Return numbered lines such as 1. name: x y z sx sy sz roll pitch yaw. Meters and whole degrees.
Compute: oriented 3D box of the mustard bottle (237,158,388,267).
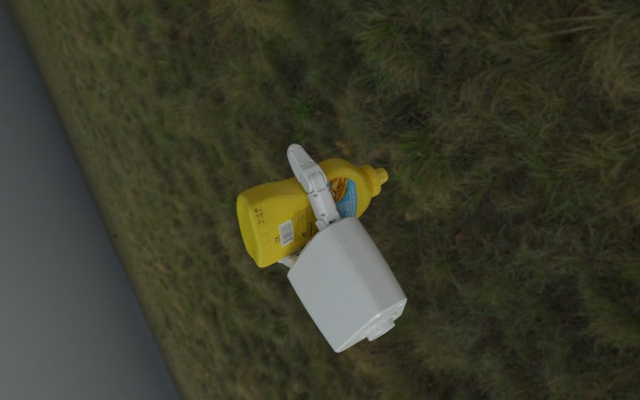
1. mustard bottle: 0.000 0.002 0.564 0.191 0.096 0.058 -23 42 -23
